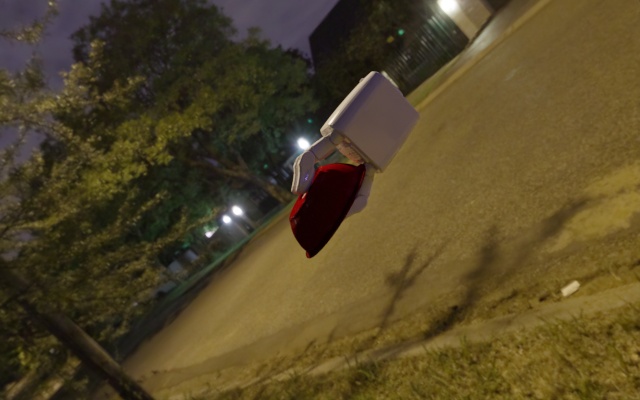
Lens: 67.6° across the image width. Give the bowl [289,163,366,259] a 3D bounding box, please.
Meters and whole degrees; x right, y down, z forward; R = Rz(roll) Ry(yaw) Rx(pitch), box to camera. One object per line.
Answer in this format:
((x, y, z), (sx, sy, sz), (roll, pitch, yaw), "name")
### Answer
((-0.001, 0.003, 0.699), (0.055, 0.162, 0.162), (31, -5, -9), "bowl")
